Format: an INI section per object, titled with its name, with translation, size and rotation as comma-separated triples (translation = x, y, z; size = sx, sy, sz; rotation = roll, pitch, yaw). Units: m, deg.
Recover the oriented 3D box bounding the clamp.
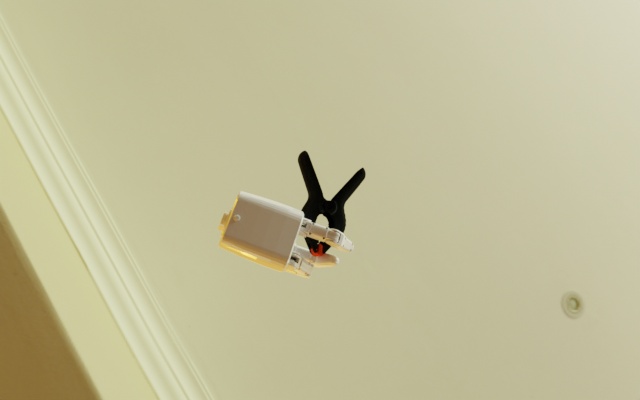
[clamp]
translation = 0.000, 0.003, 0.781
size = 0.120, 0.171, 0.039
rotation = 21, -19, -10
